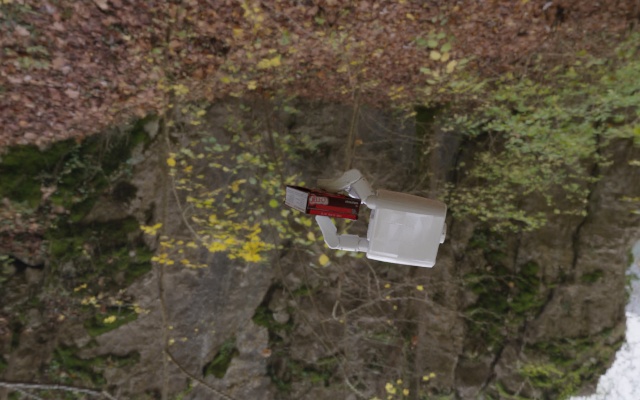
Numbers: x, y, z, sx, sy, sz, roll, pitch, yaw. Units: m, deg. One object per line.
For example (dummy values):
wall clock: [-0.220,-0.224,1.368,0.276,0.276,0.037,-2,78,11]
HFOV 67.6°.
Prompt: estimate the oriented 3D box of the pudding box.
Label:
pudding box: [0.000,0.003,0.764,0.090,0.039,0.113,9,2,-23]
